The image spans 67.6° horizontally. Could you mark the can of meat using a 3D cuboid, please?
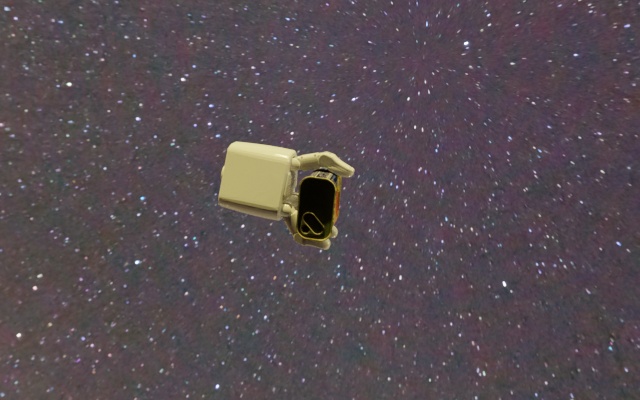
[{"bbox_3d":[0.000,0.002,0.767,0.057,0.102,0.084,8,18,9],"label":"can of meat"}]
